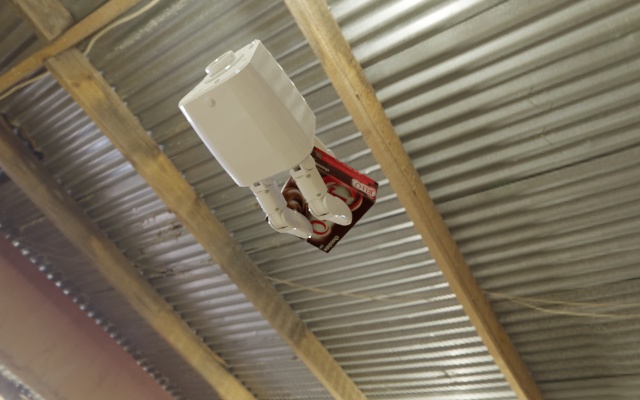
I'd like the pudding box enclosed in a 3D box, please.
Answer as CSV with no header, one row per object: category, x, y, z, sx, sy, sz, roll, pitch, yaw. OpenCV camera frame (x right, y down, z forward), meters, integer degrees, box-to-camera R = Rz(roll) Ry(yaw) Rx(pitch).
pudding box,0.000,0.002,0.552,0.090,0.039,0.113,30,-45,-9
